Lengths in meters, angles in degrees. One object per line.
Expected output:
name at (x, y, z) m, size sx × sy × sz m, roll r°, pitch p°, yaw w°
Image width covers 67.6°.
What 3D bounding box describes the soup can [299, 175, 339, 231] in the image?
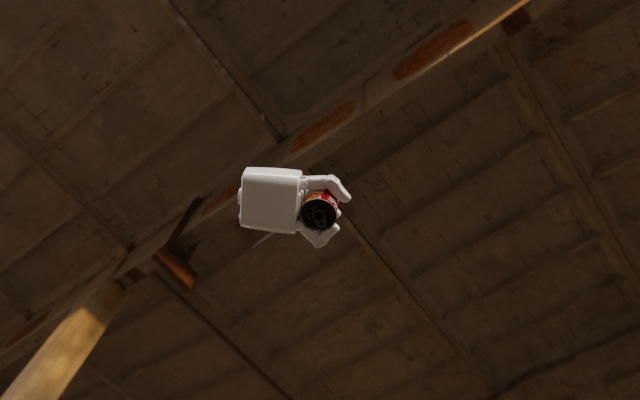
soup can at (0.001, 0.003, 0.899) m, size 0.068 × 0.068 × 0.102 m, roll 0°, pitch 29°, yaw 6°
